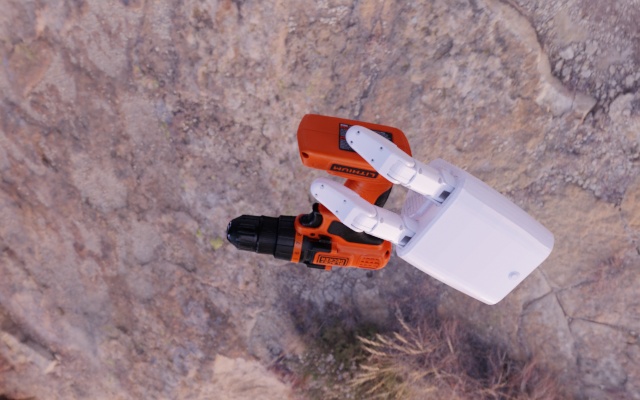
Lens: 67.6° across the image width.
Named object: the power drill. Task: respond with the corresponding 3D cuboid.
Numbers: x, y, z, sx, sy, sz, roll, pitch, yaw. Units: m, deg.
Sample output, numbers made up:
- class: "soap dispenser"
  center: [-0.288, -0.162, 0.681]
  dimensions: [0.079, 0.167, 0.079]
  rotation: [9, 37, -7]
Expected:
- class: "power drill"
  center: [0.000, 0.001, 0.484]
  dimensions: [0.184, 0.057, 0.188]
  rotation: [7, -39, -8]
